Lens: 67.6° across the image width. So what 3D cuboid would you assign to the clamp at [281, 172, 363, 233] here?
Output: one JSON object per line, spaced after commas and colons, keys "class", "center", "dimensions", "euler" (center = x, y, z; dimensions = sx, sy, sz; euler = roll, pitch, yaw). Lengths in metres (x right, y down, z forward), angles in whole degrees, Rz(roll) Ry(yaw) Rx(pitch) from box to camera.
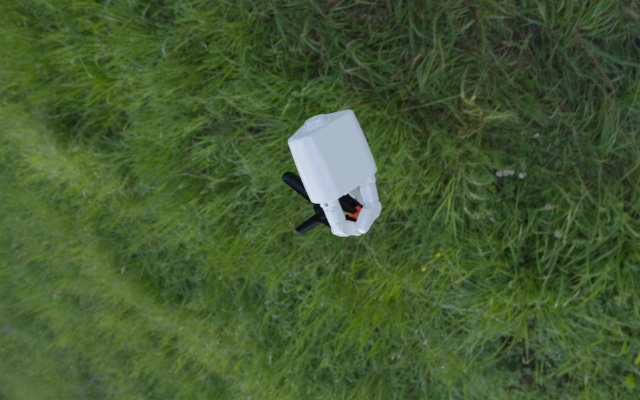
{"class": "clamp", "center": [0.000, 0.003, 0.822], "dimensions": [0.171, 0.120, 0.039], "euler": [-4, 28, 43]}
